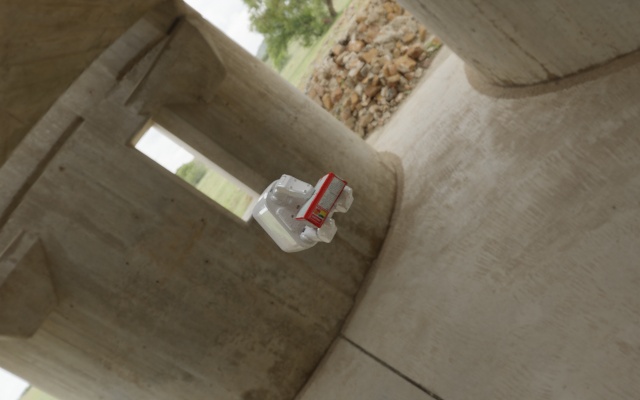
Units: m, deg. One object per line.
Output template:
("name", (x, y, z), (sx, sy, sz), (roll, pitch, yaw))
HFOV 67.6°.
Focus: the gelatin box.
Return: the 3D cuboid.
("gelatin box", (0.000, 0.002, 0.672), (0.030, 0.073, 0.089), (33, -8, -6))
